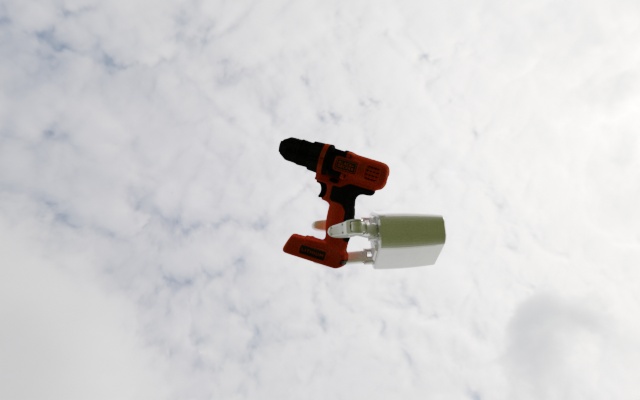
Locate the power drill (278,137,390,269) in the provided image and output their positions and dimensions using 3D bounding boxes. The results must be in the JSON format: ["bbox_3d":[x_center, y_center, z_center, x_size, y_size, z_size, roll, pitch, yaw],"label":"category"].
[{"bbox_3d":[0.000,0.003,0.768,0.184,0.187,0.057,18,6,12],"label":"power drill"}]
